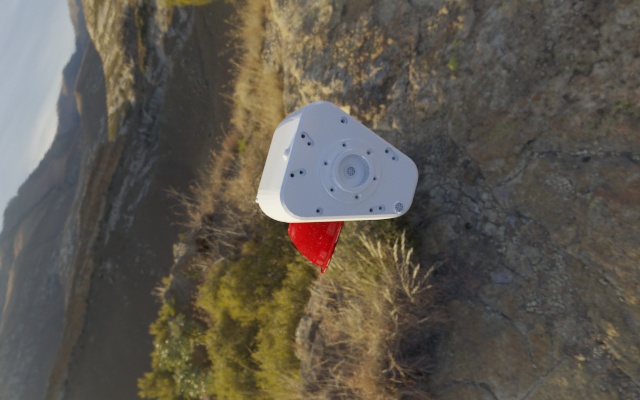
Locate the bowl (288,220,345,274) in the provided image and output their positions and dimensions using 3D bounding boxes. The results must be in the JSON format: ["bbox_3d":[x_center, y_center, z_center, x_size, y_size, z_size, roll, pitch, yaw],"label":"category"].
[{"bbox_3d":[0.000,0.002,0.569,0.055,0.162,0.162,16,0,-1],"label":"bowl"}]
